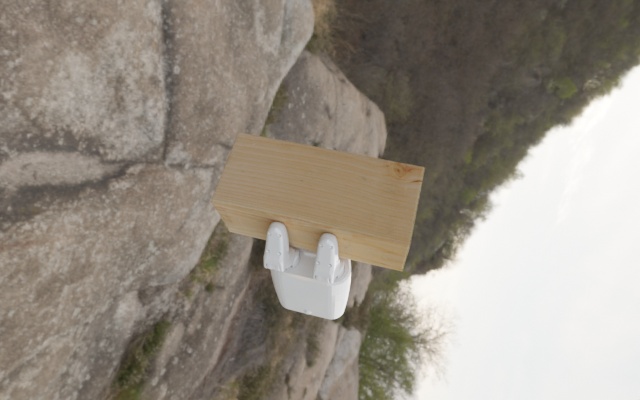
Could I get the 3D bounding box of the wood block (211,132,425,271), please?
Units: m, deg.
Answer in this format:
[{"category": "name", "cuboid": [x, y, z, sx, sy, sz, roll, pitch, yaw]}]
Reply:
[{"category": "wood block", "cuboid": [0.000, 0.002, 0.528, 0.206, 0.090, 0.090, 12, -25, 10]}]
